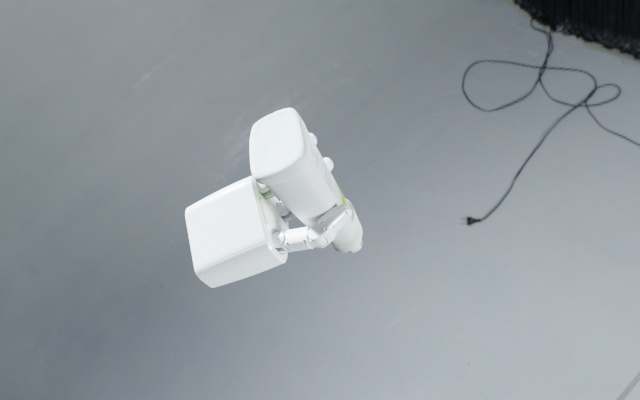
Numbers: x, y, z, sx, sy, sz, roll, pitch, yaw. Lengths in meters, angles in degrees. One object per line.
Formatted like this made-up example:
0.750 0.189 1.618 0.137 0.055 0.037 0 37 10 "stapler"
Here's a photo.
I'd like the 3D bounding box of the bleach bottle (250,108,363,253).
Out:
0.000 0.002 0.612 0.068 0.102 0.251 -22 -42 13 "bleach bottle"
